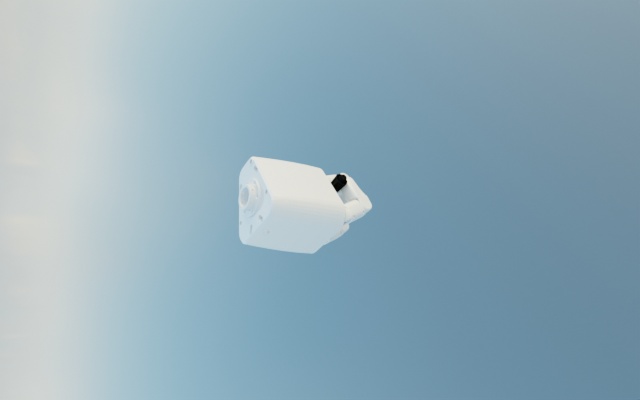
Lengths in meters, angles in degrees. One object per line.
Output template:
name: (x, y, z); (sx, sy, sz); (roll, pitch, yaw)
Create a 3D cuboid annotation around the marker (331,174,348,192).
marker: (0.000, 0.002, 0.681); (0.020, 0.020, 0.121); (0, -34, -40)
